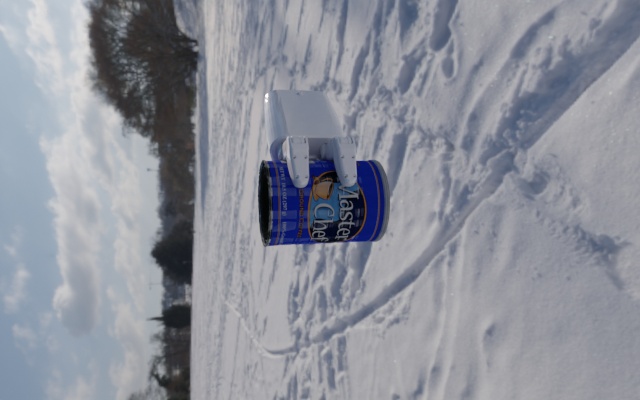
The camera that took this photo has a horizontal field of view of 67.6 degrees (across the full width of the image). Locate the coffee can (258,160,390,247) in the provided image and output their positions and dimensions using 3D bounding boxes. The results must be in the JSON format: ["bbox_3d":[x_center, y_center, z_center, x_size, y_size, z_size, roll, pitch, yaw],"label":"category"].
[{"bbox_3d":[0.000,0.002,0.579,0.140,0.103,0.103,-1,0,-14],"label":"coffee can"}]
